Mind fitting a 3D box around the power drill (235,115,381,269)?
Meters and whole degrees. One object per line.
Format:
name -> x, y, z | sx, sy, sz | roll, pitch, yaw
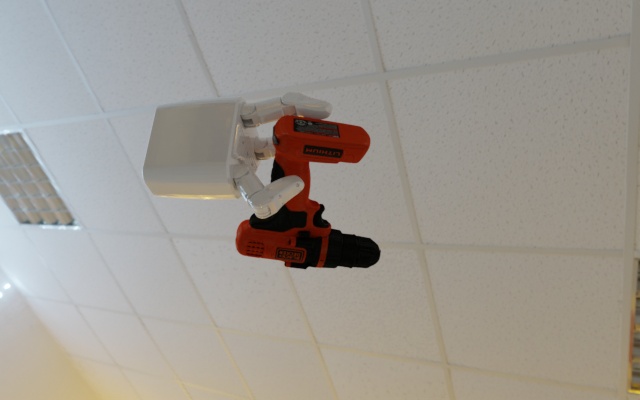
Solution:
power drill -> 0.000, 0.001, 0.564 | 0.184, 0.188, 0.057 | 7, 31, -11
